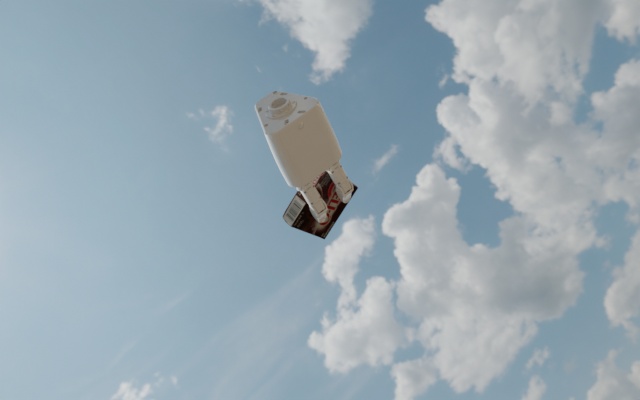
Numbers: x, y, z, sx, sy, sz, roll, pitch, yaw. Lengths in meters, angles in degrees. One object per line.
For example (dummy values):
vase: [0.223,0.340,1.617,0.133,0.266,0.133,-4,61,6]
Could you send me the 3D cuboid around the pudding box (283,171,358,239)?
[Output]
pudding box: [0.000,0.003,0.814,0.090,0.113,0.039,25,12,-45]
